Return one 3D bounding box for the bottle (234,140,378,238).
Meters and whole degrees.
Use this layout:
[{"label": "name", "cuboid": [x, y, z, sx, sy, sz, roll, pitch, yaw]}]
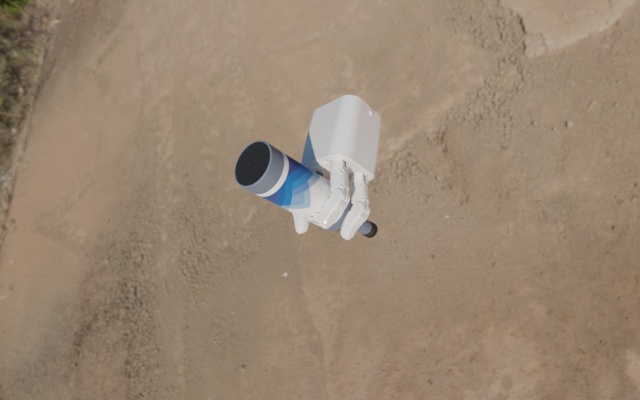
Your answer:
[{"label": "bottle", "cuboid": [0.000, 0.002, 0.720, 0.069, 0.069, 0.296, 0, -20, 39]}]
